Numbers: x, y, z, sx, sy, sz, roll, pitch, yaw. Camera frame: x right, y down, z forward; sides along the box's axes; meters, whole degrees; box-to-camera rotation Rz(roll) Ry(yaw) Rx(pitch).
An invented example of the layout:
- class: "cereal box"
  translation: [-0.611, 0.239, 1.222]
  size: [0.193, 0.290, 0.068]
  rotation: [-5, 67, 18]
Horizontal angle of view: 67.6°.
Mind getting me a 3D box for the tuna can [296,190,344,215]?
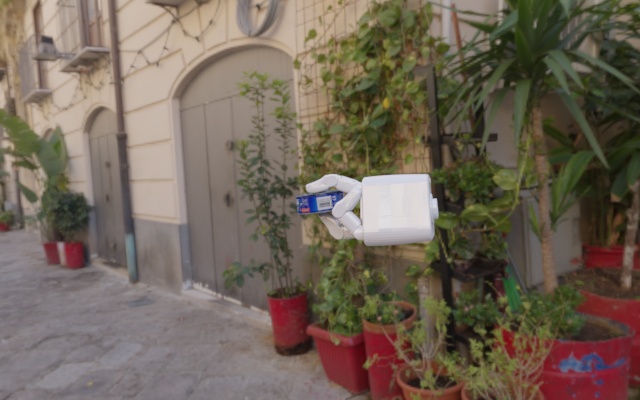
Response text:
- class: "tuna can"
  translation: [0.000, 0.002, 0.837]
  size: [0.086, 0.034, 0.086]
  rotation: [-8, 3, 0]
